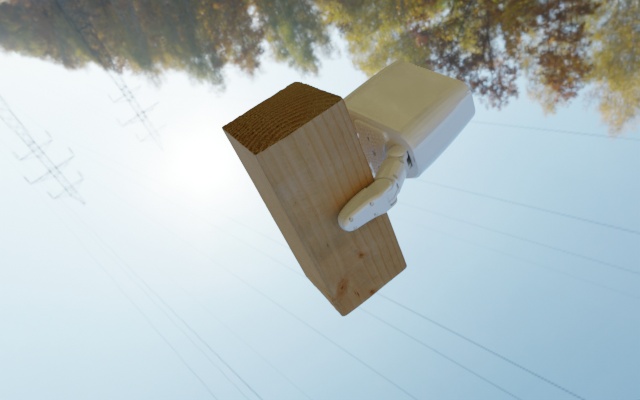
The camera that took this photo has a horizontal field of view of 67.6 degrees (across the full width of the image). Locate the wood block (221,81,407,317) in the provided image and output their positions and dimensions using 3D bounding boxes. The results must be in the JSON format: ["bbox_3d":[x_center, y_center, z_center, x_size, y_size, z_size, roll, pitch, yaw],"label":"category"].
[{"bbox_3d":[0.001,0.002,0.470,0.090,0.206,0.090,-35,35,-13],"label":"wood block"}]
